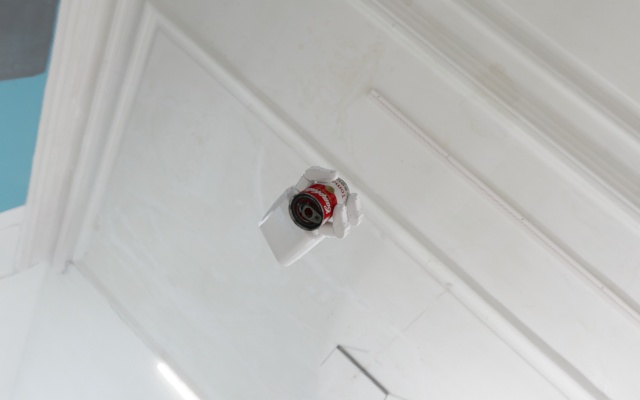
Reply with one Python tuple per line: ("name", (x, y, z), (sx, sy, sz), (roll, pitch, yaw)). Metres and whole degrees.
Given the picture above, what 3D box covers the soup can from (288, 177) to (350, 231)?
("soup can", (0.000, 0.002, 0.825), (0.068, 0.068, 0.102), (0, 19, 31))
